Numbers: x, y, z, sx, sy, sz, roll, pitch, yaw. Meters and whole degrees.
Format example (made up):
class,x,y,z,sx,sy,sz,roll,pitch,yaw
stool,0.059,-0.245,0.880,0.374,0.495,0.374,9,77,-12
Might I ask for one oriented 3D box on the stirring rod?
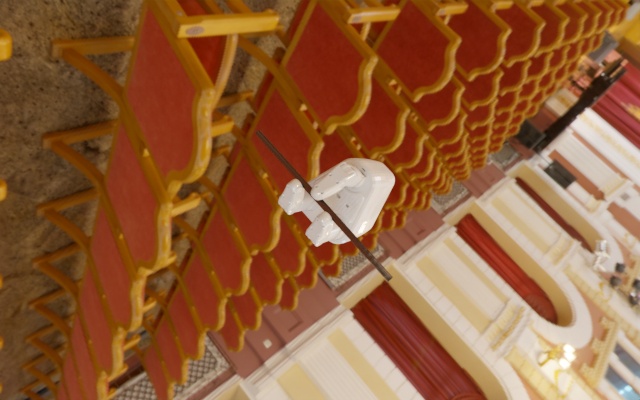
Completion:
class,x,y,z,sx,sy,sz,roll,pitch,yaw
stirring rod,0.000,0.002,0.563,0.011,0.239,0.011,-39,-15,-12
